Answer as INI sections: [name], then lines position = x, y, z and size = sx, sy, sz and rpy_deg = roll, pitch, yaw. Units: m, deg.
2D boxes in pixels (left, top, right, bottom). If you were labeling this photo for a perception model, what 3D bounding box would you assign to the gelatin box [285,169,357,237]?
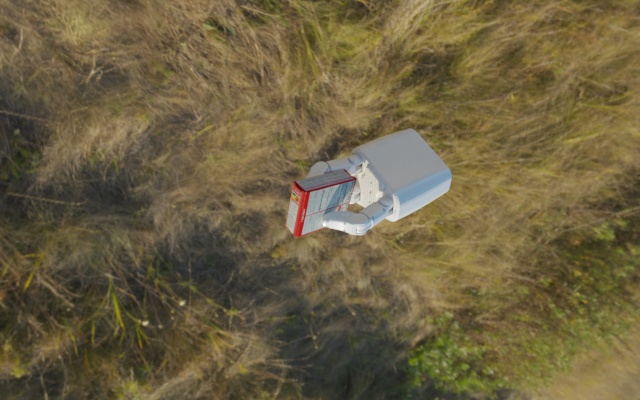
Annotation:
[gelatin box]
position = 0.000, 0.002, 0.633
size = 0.089, 0.073, 0.030
rpy_deg = -17, 44, -37
